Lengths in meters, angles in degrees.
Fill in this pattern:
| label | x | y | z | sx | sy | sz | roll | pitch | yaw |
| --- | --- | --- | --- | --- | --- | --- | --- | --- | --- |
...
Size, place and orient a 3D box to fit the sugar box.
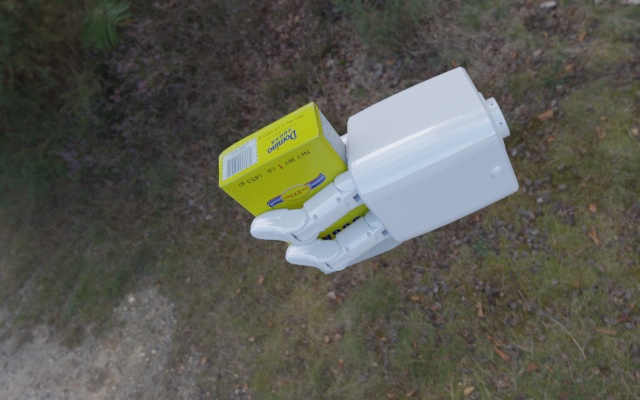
| label | x | y | z | sx | sy | sz | roll | pitch | yaw |
| --- | --- | --- | --- | --- | --- | --- | --- | --- | --- |
| sugar box | 0.000 | 0.002 | 0.425 | 0.093 | 0.048 | 0.176 | -25 | -43 | 19 |
